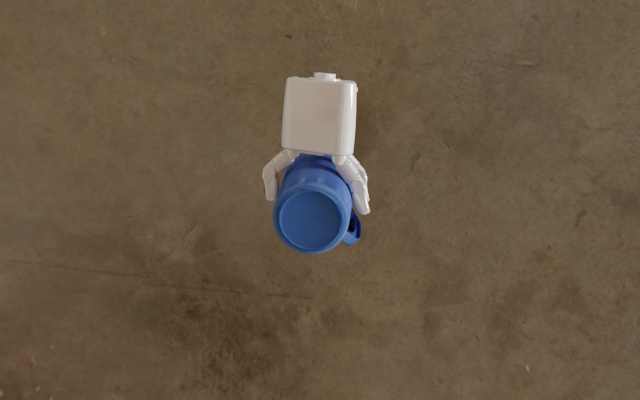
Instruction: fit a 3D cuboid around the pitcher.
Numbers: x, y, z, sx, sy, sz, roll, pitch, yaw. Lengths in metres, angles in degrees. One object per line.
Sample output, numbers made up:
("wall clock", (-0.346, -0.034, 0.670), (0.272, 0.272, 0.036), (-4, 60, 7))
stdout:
("pitcher", (0.000, 0.002, 0.774), (0.149, 0.145, 0.242), (6, 16, 2))
